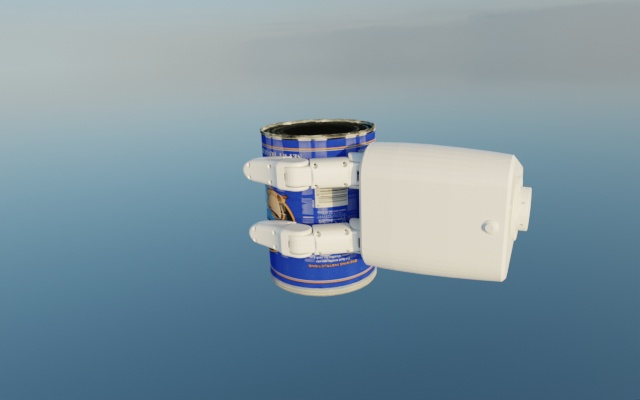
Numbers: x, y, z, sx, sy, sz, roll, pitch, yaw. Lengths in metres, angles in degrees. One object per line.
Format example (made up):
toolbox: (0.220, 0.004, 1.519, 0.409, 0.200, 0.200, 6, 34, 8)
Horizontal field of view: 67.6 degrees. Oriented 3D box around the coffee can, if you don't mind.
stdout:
coffee can: (0.000, 0.002, 0.440, 0.103, 0.140, 0.102, -2, 17, 1)
